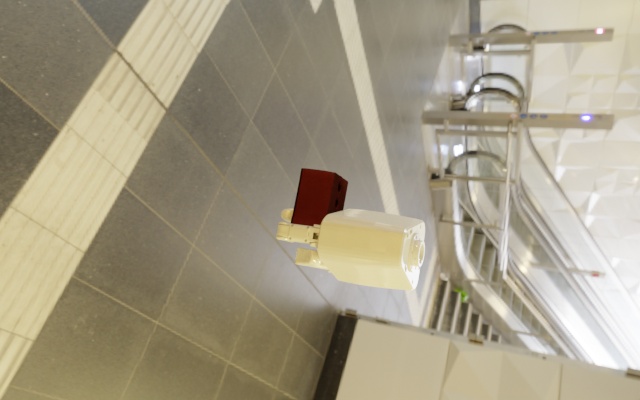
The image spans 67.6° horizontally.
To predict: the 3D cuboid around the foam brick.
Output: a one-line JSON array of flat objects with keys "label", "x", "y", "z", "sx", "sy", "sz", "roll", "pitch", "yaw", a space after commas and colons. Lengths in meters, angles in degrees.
[{"label": "foam brick", "x": 0.000, "y": 0.002, "z": 0.642, "sx": 0.051, "sy": 0.078, "sz": 0.053, "roll": 6, "pitch": -10, "yaw": 26}]
